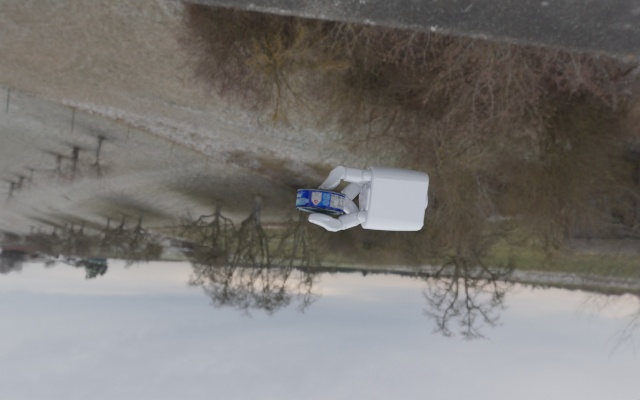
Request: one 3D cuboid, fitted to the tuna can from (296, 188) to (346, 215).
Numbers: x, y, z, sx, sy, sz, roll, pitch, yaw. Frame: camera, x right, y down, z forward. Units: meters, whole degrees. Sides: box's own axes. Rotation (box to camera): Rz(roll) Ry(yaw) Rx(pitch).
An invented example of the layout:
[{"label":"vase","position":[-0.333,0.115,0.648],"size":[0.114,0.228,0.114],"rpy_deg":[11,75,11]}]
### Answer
[{"label":"tuna can","position":[0.000,0.003,0.835],"size":[0.086,0.033,0.086],"rpy_deg":[7,-7,1]}]
